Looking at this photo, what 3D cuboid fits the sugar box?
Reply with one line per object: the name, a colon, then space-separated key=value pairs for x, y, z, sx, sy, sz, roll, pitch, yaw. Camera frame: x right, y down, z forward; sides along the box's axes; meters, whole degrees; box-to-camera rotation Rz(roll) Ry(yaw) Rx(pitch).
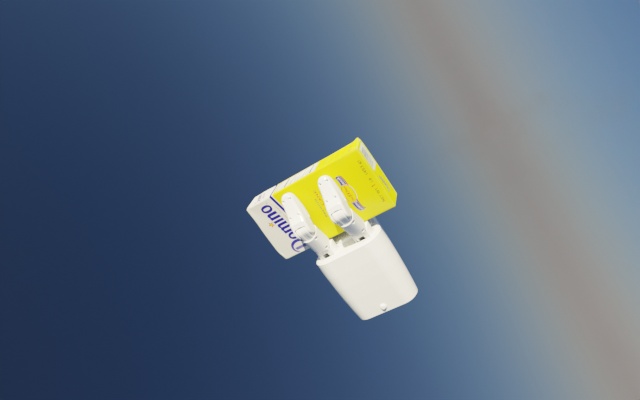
sugar box: x=0.000 y=0.002 z=0.625 sx=0.176 sy=0.093 sz=0.048 roll=-29 pitch=17 yaw=21
